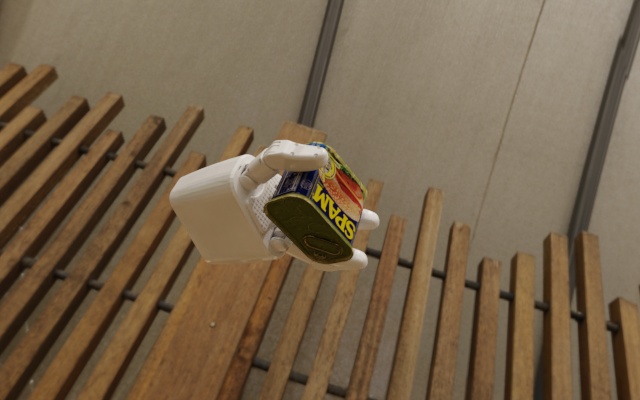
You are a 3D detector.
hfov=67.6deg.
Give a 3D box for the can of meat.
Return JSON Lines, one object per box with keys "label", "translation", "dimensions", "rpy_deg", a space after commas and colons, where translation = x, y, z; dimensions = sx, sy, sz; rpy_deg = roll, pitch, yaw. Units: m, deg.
{"label": "can of meat", "translation": [0.000, 0.001, 0.492], "dimensions": [0.057, 0.084, 0.102], "rpy_deg": [-16, -51, 37]}
